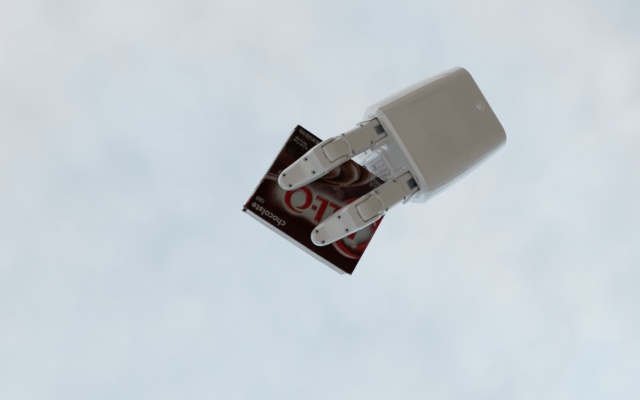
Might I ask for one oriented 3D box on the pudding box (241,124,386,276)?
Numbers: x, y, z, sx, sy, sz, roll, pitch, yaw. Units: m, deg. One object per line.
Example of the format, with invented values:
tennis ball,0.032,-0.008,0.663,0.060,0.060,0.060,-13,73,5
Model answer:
pudding box,0.000,0.001,0.431,0.113,0.090,0.039,32,-16,-6
